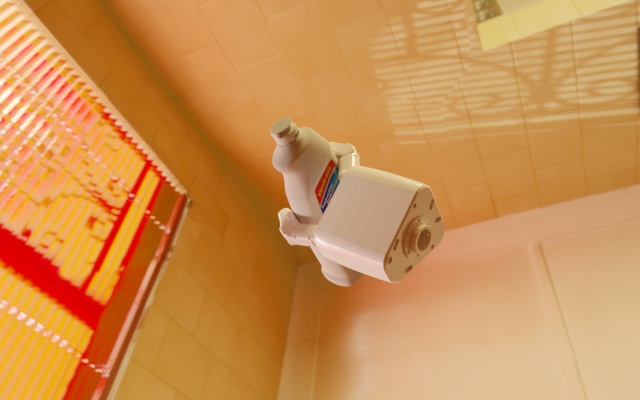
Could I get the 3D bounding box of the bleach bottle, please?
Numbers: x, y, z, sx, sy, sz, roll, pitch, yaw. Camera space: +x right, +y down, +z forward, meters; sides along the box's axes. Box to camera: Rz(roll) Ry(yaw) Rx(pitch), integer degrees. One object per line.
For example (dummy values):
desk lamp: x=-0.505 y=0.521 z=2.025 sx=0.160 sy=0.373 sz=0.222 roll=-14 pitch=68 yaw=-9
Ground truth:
bleach bottle: x=0.000 y=0.002 z=0.634 sx=0.068 sy=0.102 sz=0.251 roll=16 pitch=-32 yaw=43
